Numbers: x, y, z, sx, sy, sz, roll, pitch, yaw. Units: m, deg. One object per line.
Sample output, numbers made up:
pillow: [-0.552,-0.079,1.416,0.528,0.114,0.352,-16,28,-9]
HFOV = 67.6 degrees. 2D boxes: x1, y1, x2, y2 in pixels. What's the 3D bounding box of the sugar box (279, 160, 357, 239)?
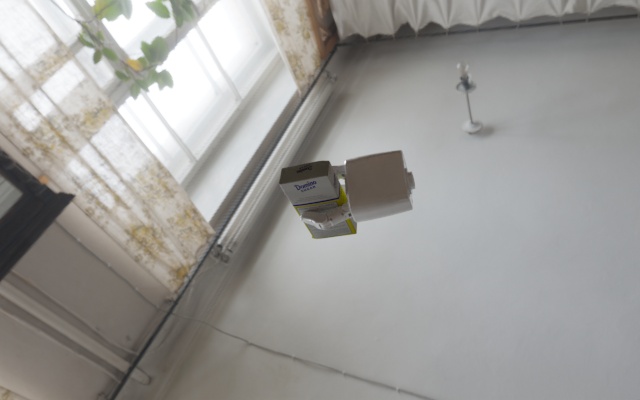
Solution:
sugar box: [0.000,0.003,0.885,0.093,0.048,0.176,-9,-43,17]
